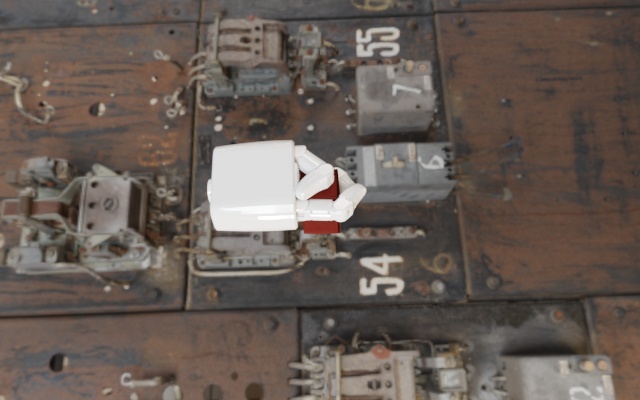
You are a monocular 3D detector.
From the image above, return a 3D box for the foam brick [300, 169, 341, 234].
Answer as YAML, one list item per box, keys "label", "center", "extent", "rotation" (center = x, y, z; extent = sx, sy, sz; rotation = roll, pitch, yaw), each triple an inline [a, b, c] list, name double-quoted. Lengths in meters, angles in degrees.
- label: "foam brick"
  center: [0.000, 0.002, 0.646]
  extent: [0.051, 0.053, 0.078]
  rotation: [-3, -42, 0]
